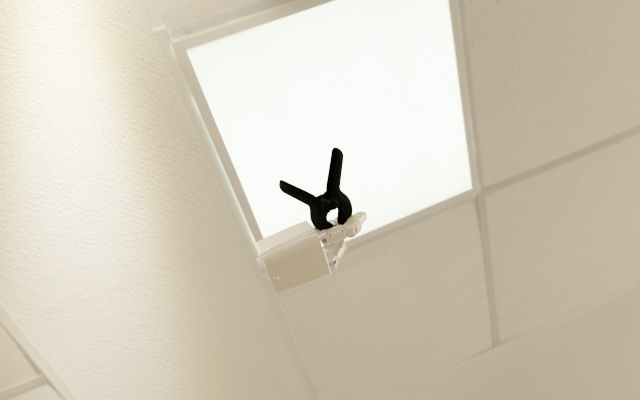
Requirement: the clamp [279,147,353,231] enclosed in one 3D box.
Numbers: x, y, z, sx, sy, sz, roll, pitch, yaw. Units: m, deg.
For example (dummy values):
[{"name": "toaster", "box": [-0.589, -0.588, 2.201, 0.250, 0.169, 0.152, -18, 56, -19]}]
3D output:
[{"name": "clamp", "box": [0.000, 0.003, 0.824, 0.120, 0.172, 0.039, -21, 30, -8]}]
